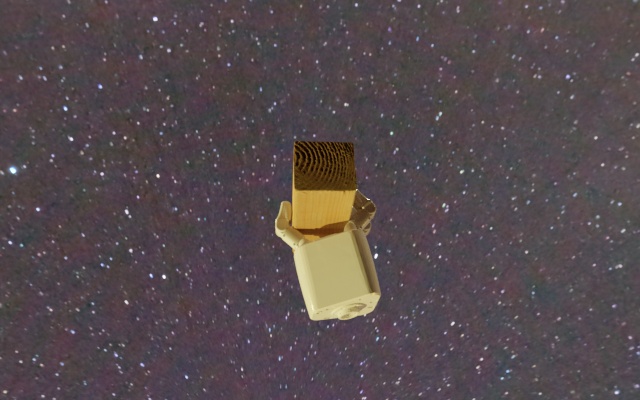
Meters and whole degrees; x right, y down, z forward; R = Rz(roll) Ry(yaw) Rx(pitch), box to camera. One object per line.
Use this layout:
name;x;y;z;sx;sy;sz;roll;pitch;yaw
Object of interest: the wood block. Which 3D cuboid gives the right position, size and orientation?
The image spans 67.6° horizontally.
wood block;0.000;0.003;0.772;0.091;0.090;0.206;1;-32;-4
